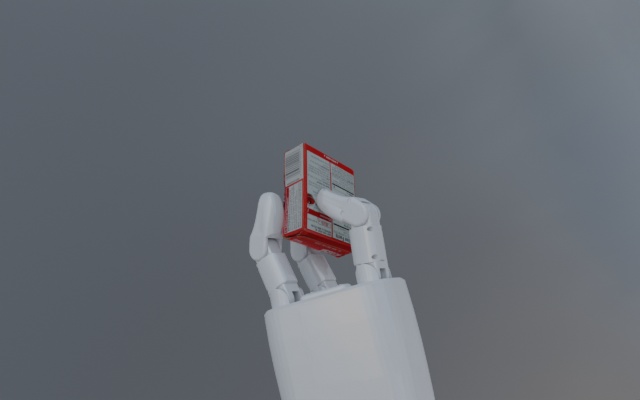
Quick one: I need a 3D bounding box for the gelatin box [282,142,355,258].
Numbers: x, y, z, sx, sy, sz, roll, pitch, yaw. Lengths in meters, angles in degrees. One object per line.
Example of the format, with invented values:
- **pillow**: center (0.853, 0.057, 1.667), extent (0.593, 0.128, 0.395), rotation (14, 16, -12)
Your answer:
- **gelatin box**: center (0.000, 0.001, 0.443), extent (0.030, 0.089, 0.073), rotation (-22, -32, 37)
